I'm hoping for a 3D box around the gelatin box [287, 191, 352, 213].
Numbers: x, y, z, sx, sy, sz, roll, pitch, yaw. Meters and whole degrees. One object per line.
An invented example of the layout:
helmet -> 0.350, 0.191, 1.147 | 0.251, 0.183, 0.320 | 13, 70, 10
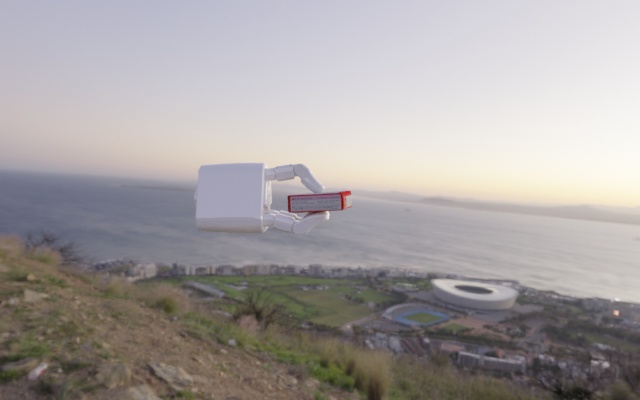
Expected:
gelatin box -> 0.000, 0.002, 0.759 | 0.089, 0.030, 0.073 | -4, 2, 14
